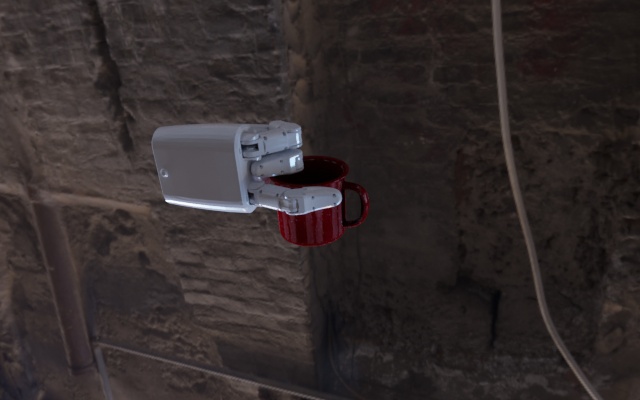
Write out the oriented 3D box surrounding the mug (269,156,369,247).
[{"bbox_3d":[0.002,0.002,0.561,0.117,0.081,0.093,5,27,17],"label":"mug"}]
